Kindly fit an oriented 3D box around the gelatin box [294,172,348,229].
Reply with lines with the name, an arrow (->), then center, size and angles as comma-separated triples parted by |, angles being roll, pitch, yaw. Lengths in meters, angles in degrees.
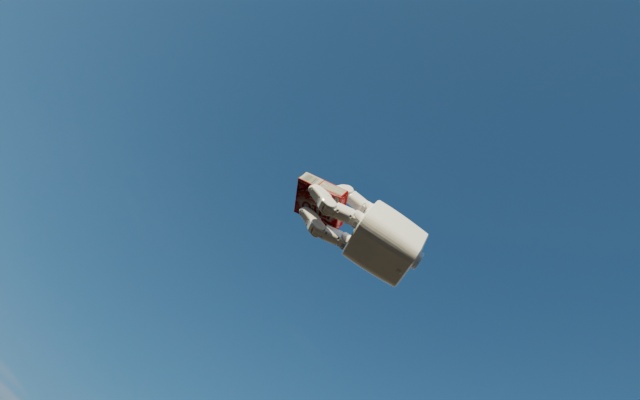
gelatin box -> 0.000, 0.002, 0.818 | 0.089, 0.073, 0.030 | 26, 39, 21
